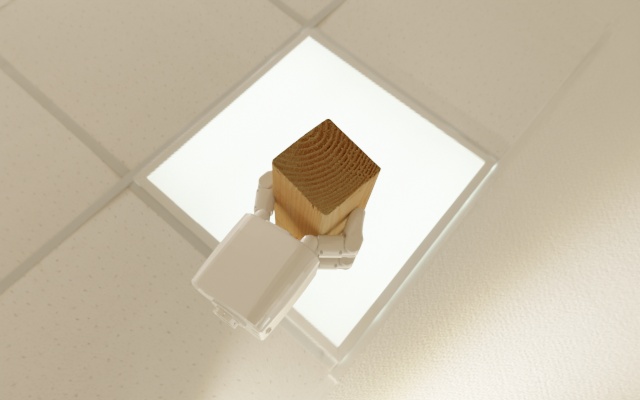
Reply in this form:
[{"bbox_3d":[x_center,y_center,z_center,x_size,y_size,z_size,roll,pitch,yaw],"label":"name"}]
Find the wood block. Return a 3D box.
[{"bbox_3d":[0.000,0.002,0.613,0.090,0.091,0.206,-40,-15,-19],"label":"wood block"}]
